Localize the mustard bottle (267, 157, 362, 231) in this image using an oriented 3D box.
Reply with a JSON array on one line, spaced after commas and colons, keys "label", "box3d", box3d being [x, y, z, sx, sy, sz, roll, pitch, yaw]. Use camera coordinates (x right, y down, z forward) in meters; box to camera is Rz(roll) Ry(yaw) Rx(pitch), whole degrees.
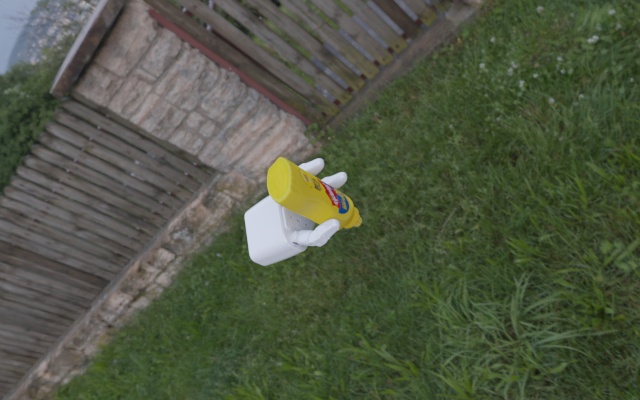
[{"label": "mustard bottle", "box3d": [0.000, 0.002, 0.812, 0.192, 0.058, 0.096, 29, 24, -35]}]
